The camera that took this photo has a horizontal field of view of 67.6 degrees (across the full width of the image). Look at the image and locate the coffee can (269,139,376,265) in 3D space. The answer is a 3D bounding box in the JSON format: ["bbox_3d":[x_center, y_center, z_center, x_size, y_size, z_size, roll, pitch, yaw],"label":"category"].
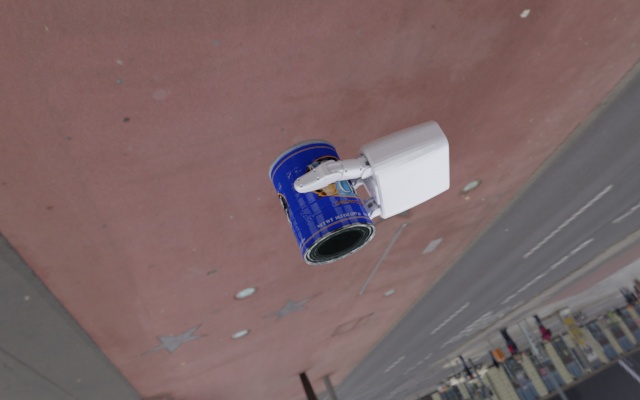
[{"bbox_3d":[0.000,0.002,0.655,0.103,0.140,0.103,-20,-26,-10],"label":"coffee can"}]
